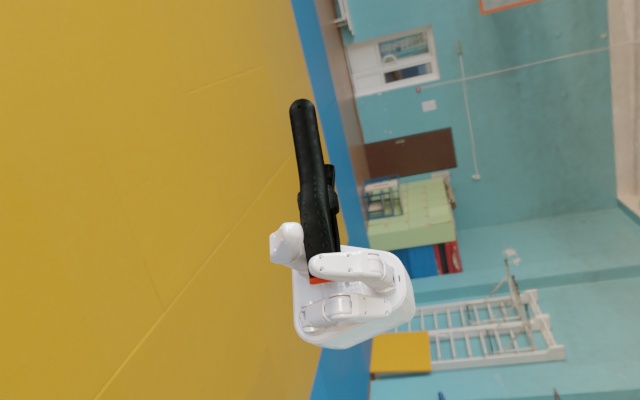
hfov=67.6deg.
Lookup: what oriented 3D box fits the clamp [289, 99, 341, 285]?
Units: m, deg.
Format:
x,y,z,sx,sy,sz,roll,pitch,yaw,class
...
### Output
x,y,z,sx,sy,sz,roll,pitch,yaw,class
0.001,0.001,0.461,0.039,0.171,0.120,-11,-24,15,clamp
